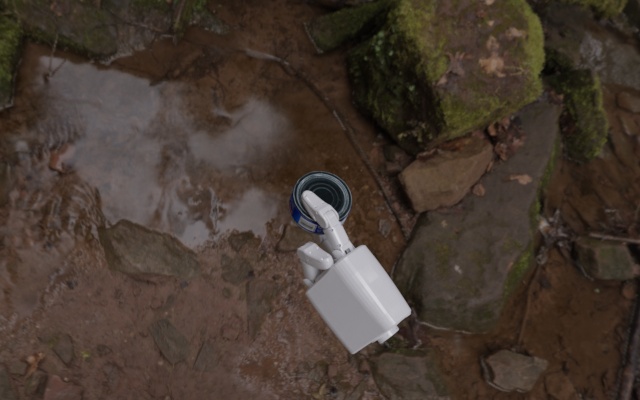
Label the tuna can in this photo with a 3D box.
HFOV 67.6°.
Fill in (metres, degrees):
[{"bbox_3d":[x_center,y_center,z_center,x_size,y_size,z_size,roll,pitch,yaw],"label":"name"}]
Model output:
[{"bbox_3d":[0.000,0.002,0.666,0.086,0.086,0.034,0,-29,-14],"label":"tuna can"}]
